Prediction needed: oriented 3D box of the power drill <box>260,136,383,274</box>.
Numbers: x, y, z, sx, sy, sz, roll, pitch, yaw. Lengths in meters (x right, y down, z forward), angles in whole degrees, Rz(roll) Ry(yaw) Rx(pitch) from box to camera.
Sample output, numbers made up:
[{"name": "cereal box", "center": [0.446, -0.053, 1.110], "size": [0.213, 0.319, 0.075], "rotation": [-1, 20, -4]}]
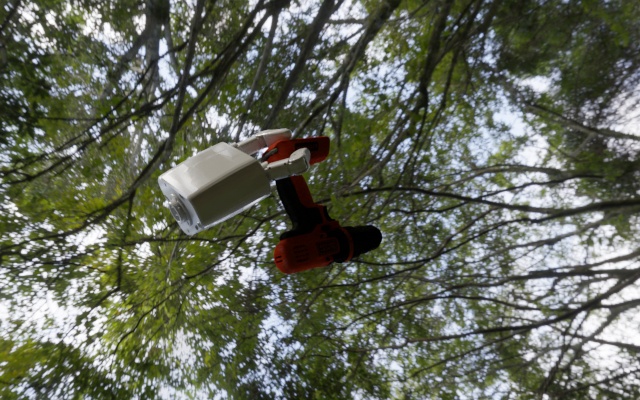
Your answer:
[{"name": "power drill", "center": [0.000, 0.002, 0.698], "size": [0.184, 0.187, 0.057], "rotation": [-10, -11, -37]}]
